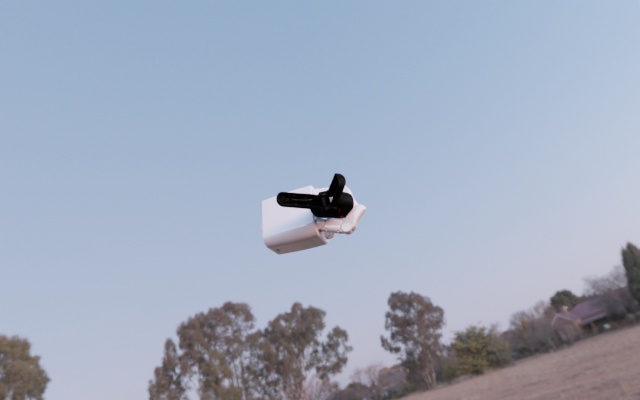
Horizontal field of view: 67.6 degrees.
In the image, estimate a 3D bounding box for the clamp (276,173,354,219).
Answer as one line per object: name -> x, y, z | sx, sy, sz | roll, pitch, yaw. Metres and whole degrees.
clamp -> 0.000, 0.002, 0.828 | 0.120, 0.039, 0.171 | -9, -21, 13
